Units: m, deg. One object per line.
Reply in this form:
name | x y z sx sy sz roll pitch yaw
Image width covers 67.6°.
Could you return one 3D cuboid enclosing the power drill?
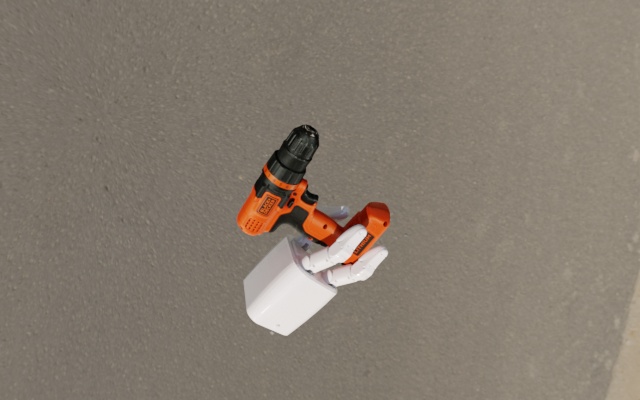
power drill | 0.000 0.003 0.662 0.188 0.184 0.057 27 33 -16
